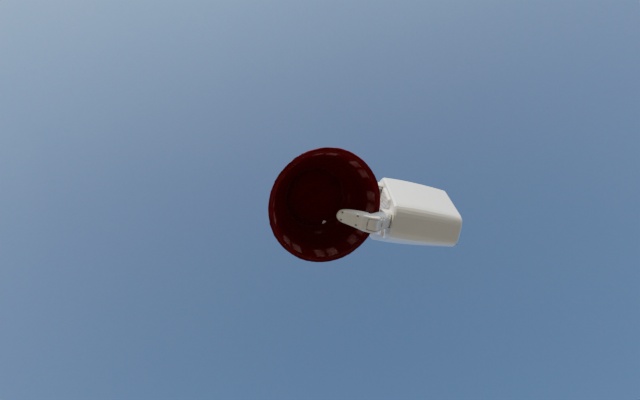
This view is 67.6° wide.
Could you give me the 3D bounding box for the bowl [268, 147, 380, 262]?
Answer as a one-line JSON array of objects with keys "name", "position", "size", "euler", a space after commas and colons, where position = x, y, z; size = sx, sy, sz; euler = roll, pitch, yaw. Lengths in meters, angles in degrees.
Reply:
[{"name": "bowl", "position": [-0.001, 0.002, 0.671], "size": [0.162, 0.162, 0.055], "euler": [0, 14, -19]}]
